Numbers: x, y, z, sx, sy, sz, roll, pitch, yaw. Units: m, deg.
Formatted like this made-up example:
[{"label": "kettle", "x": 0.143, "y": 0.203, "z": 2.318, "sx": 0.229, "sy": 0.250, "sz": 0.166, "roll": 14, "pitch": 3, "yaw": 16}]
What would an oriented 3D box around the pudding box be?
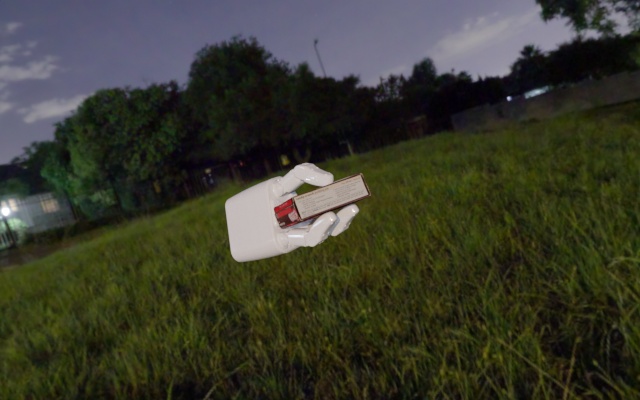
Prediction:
[{"label": "pudding box", "x": 0.000, "y": 0.002, "z": 0.669, "sx": 0.113, "sy": 0.039, "sz": 0.090, "roll": -22, "pitch": 0, "yaw": -23}]
